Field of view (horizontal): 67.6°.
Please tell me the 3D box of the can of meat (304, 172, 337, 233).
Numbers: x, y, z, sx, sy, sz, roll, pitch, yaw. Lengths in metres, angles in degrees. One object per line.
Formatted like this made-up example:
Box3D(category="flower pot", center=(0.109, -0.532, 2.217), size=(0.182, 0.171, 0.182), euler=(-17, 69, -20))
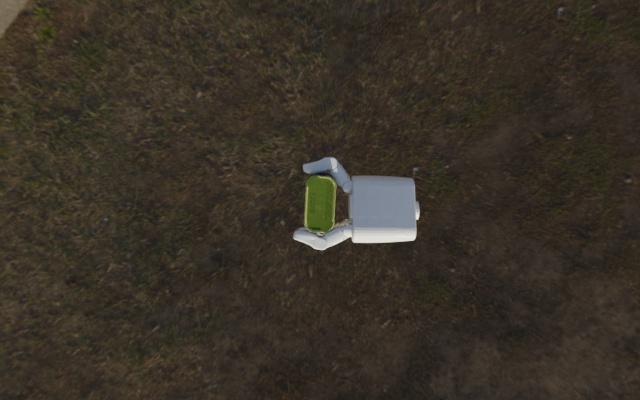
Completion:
Box3D(category="can of meat", center=(0.000, 0.003, 0.828), size=(0.057, 0.102, 0.084), euler=(3, 5, 0))
